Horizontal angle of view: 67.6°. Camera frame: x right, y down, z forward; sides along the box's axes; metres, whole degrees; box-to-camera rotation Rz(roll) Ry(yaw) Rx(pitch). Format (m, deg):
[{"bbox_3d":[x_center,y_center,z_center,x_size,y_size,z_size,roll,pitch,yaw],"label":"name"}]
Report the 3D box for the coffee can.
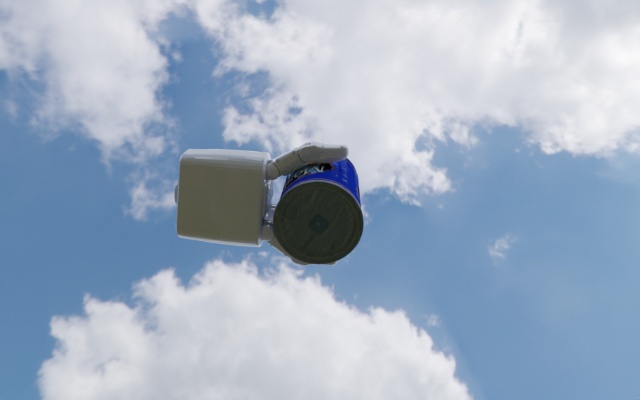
[{"bbox_3d":[0.000,0.002,0.601,0.103,0.103,0.140,0,21,2],"label":"coffee can"}]
